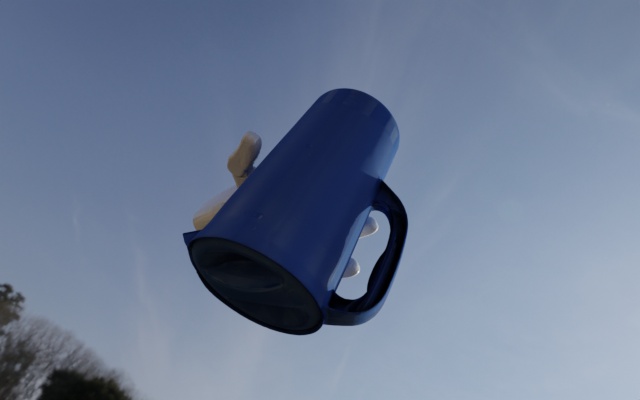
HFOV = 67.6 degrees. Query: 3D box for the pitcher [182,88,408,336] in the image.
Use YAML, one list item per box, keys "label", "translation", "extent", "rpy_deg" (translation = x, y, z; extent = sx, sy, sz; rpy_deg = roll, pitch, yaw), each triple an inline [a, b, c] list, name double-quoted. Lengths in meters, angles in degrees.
- label: "pitcher"
  translation: [0.000, 0.002, 0.469]
  extent: [0.149, 0.242, 0.145]
  rpy_deg: [47, -38, -20]
